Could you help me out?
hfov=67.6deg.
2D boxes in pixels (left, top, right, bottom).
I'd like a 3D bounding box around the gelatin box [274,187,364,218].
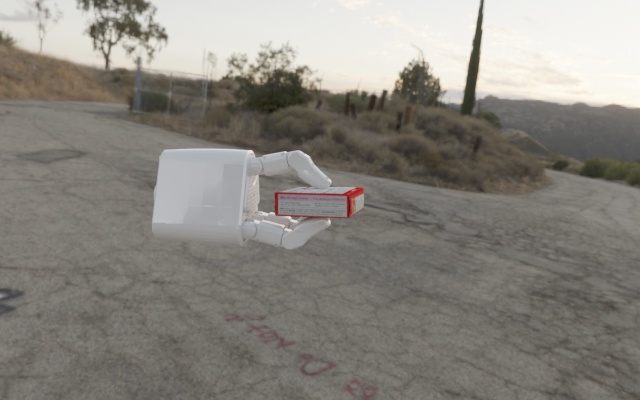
[{"bbox_3d":[0.000,0.001,0.556,0.089,0.030,0.073,1,7,17],"label":"gelatin box"}]
